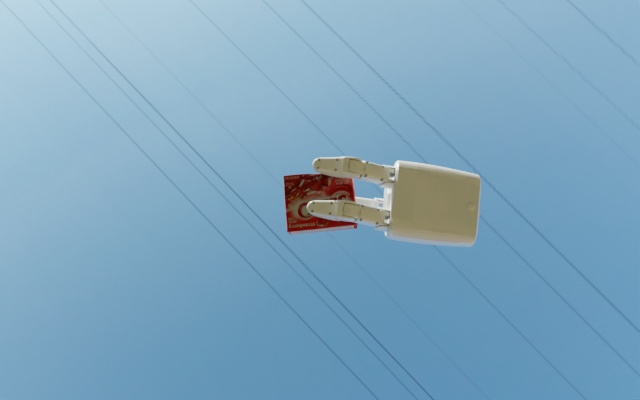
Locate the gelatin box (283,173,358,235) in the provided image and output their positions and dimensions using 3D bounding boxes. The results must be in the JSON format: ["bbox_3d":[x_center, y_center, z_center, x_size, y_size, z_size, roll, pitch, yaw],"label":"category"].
[{"bbox_3d":[0.000,0.002,0.604,0.089,0.073,0.030,-6,-12,4],"label":"gelatin box"}]
